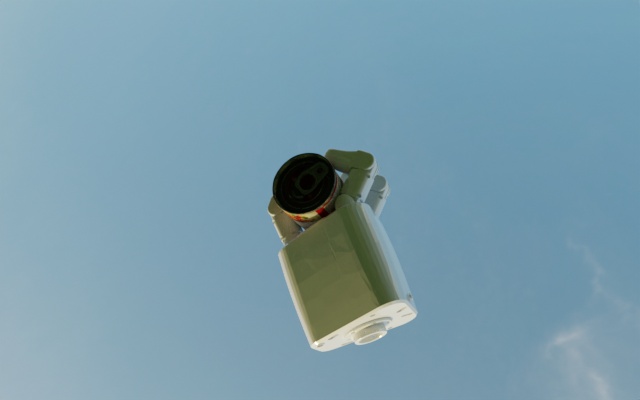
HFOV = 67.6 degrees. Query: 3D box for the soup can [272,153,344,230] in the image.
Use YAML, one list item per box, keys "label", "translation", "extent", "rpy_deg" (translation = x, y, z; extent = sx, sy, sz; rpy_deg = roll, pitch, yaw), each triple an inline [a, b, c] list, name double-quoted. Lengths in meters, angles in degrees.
- label: "soup can"
  translation: [0.000, 0.001, 0.518]
  extent: [0.068, 0.068, 0.102]
  rpy_deg: [0, -23, 22]
